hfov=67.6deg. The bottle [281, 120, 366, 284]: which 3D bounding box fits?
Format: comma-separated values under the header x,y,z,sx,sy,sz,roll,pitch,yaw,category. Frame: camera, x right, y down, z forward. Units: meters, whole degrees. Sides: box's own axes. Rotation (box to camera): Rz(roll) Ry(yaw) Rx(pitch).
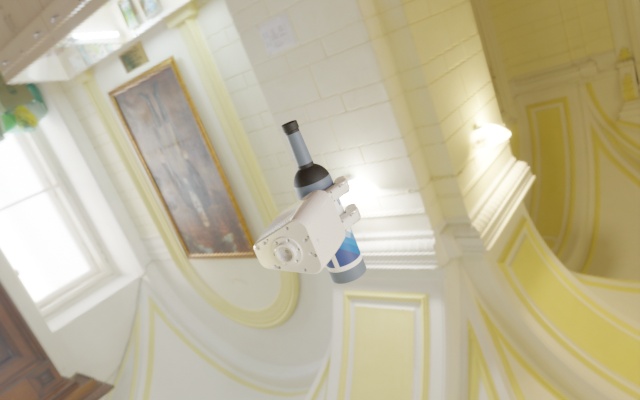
x,y,z,sx,sy,sz,roll,pitch,yaw,category
0.000,0.003,0.830,0.069,0.296,0.069,-20,16,6,bottle
